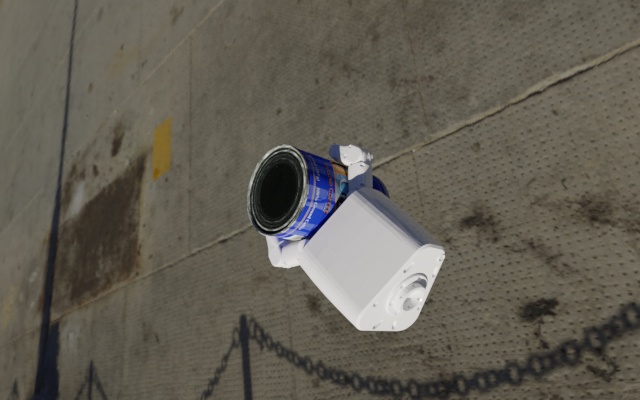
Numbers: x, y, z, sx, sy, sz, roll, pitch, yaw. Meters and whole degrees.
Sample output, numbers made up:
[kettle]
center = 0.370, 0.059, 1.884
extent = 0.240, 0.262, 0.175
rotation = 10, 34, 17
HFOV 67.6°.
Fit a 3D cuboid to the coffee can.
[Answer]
[coffee can]
center = 0.000, 0.002, 0.564
extent = 0.140, 0.103, 0.103
rotation = 15, -11, -43
